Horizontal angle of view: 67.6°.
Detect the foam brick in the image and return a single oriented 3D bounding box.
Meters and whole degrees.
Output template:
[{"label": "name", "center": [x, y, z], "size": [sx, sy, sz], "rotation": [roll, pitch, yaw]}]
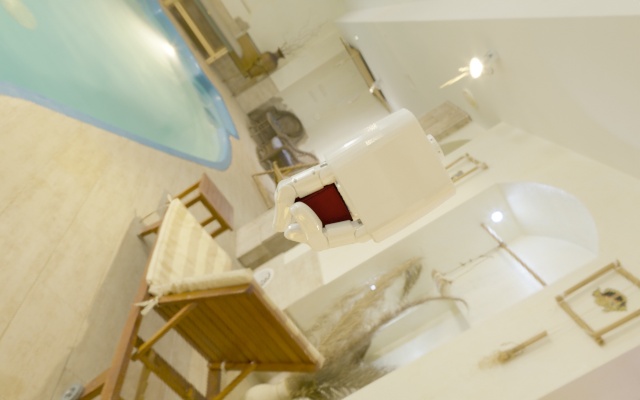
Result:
[{"label": "foam brick", "center": [0.000, 0.002, 0.569], "size": [0.051, 0.053, 0.078], "rotation": [-30, 22, 5]}]
